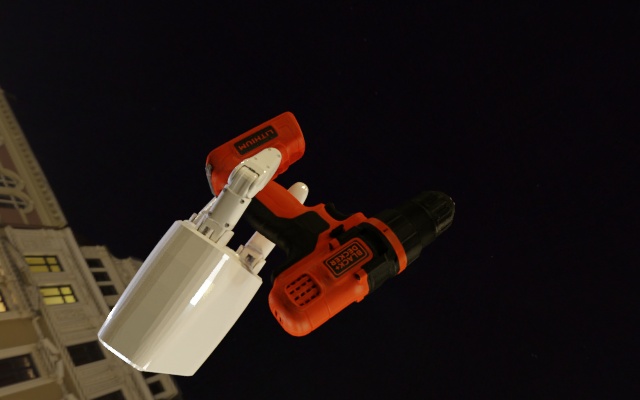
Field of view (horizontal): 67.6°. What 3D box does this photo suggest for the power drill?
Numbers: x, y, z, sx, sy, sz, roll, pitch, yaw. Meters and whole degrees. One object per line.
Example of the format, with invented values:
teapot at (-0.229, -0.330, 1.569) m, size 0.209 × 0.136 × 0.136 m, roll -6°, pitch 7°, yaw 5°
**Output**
power drill at (0.000, 0.001, 0.428) m, size 0.184 × 0.187 × 0.057 m, roll -31°, pitch -31°, yaw -22°
